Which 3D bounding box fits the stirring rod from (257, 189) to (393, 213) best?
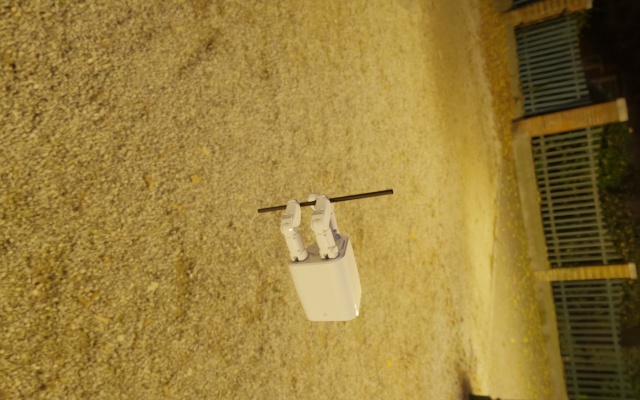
[{"bbox_3d":[0.000,0.003,0.752,0.239,0.011,0.011,-8,-4,29],"label":"stirring rod"}]
